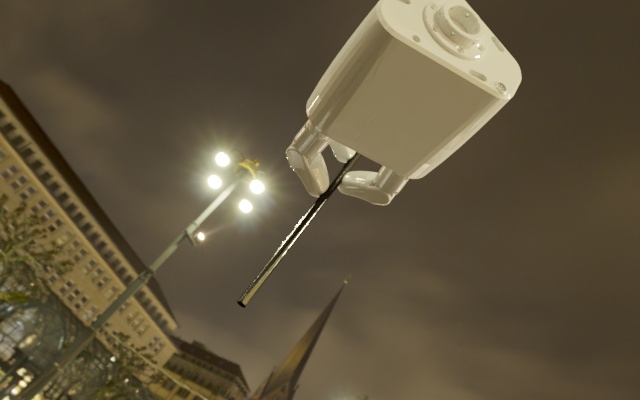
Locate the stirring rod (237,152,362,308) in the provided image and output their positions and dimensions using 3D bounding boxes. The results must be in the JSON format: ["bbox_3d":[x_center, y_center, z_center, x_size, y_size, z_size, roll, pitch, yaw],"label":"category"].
[{"bbox_3d":[0.000,0.001,0.430,0.011,0.011,0.239,0,40,40],"label":"stirring rod"}]
